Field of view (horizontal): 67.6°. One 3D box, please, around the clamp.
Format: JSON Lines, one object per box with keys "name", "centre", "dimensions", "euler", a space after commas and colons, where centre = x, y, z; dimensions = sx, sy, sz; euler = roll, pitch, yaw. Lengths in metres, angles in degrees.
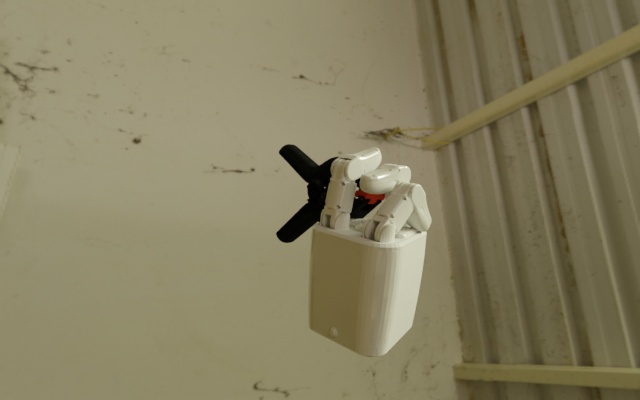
{"name": "clamp", "centre": [0.001, 0.002, 0.539], "dimensions": [0.039, 0.120, 0.171], "euler": [-4, 12, -36]}
